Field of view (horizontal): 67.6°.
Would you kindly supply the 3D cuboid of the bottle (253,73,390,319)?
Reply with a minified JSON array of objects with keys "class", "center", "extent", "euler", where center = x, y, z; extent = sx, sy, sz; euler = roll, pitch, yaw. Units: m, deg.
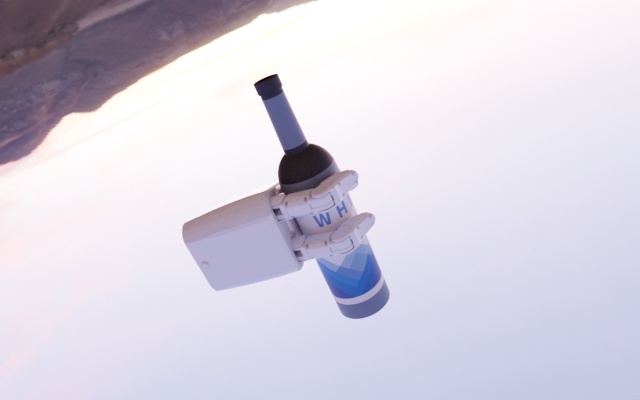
[{"class":"bottle","center":[0.000,0.002,0.534],"extent":[0.069,0.296,0.069],"euler":[-20,25,9]}]
